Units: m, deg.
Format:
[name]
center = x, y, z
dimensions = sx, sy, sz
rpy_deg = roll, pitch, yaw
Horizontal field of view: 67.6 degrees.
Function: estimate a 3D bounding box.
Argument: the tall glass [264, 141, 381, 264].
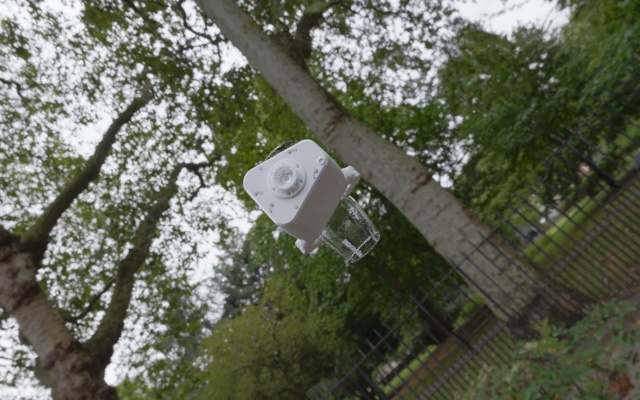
[tall glass]
center = 0.000, 0.002, 0.719
dimensions = 0.201, 0.079, 0.079
rpy_deg = 46, 20, 20
